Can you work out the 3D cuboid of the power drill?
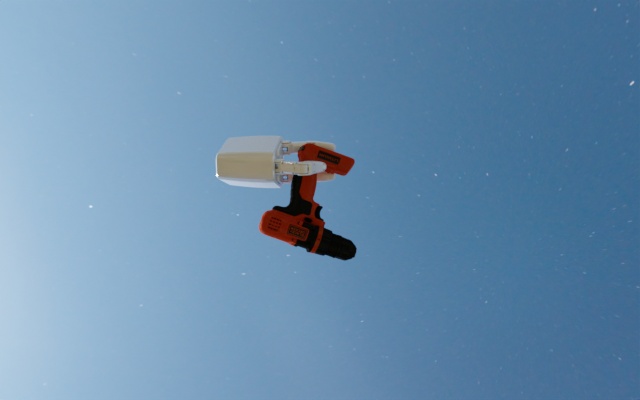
[{"bbox_3d":[0.000,0.002,0.874,0.184,0.187,0.057,20,-10,-10],"label":"power drill"}]
